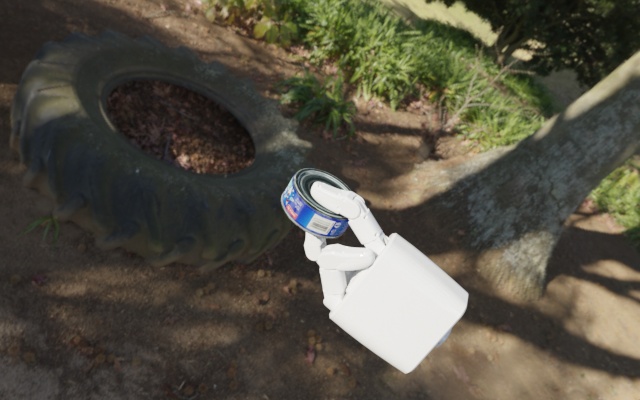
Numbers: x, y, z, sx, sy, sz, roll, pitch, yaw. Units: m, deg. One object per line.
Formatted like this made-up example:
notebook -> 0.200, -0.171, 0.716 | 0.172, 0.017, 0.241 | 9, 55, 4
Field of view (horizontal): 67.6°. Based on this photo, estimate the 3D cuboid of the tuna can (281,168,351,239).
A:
tuna can -> 0.000, 0.001, 0.552 | 0.086, 0.034, 0.086 | 22, 33, -16
